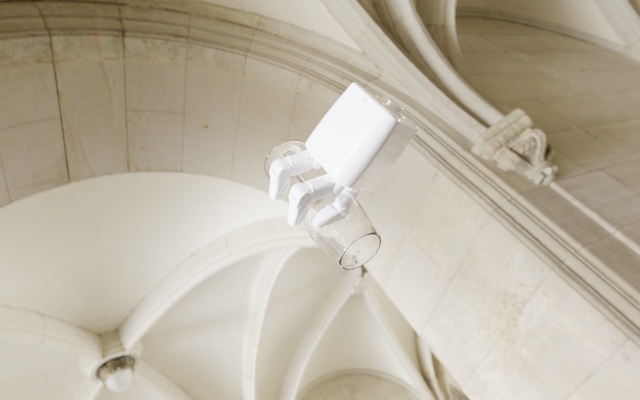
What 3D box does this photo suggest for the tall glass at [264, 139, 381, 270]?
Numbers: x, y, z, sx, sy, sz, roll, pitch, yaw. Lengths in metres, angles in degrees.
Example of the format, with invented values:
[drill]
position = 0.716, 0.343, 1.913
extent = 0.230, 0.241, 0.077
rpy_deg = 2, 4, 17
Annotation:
[tall glass]
position = 0.000, 0.002, 0.649
extent = 0.079, 0.079, 0.201
rpy_deg = 0, 39, -40
